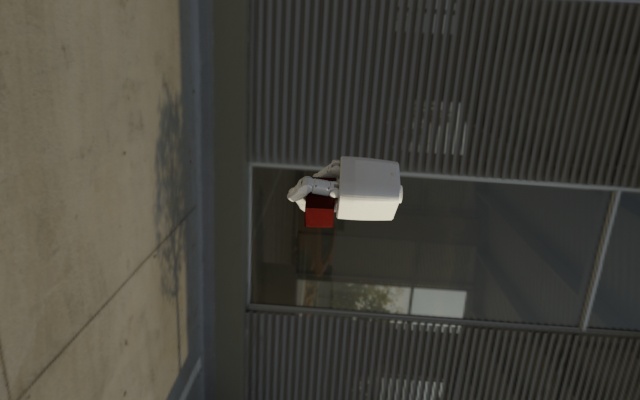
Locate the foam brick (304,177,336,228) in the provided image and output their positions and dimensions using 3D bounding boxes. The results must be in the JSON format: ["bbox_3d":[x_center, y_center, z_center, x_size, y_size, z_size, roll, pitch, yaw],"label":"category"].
[{"bbox_3d":[0.000,0.003,0.850,0.051,0.078,0.053,4,-41,1],"label":"foam brick"}]
